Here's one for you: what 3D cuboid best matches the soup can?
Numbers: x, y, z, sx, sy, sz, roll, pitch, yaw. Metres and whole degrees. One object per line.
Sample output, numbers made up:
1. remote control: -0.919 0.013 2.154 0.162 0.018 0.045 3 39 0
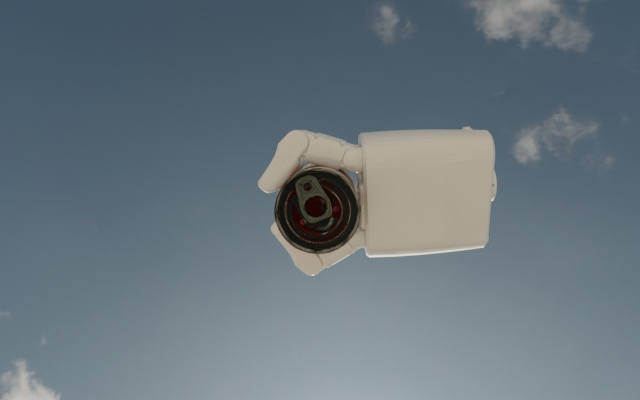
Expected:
1. soup can: 0.000 0.001 0.420 0.068 0.068 0.102 0 9 3
